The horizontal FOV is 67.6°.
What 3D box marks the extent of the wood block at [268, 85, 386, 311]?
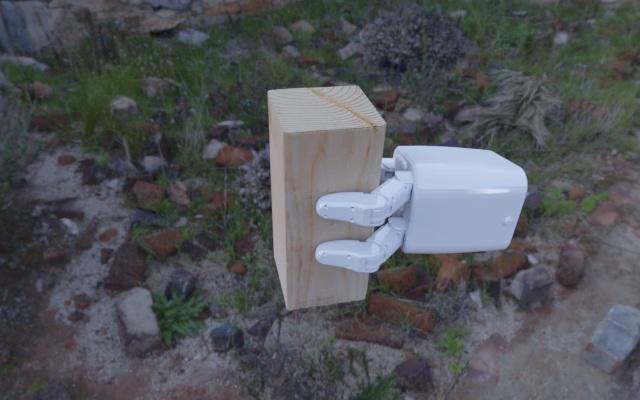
[{"bbox_3d":[0.000,0.001,0.478,0.090,0.206,0.090,-6,36,-11],"label":"wood block"}]
